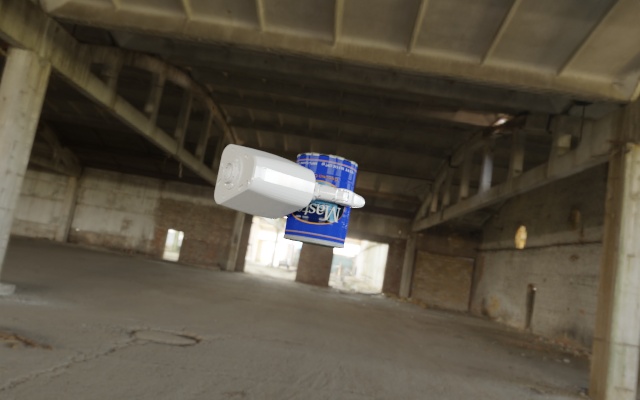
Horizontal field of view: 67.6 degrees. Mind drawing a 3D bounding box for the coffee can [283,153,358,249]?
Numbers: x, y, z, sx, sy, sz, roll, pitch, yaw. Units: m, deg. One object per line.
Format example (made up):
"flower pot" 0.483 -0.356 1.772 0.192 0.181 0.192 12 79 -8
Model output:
"coffee can" 0.000 0.003 0.784 0.103 0.140 0.103 9 -7 1
